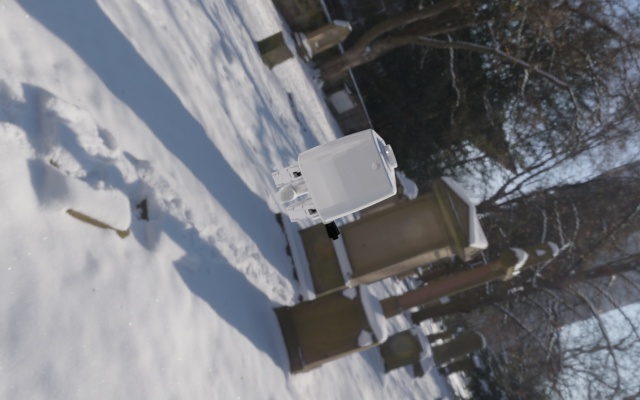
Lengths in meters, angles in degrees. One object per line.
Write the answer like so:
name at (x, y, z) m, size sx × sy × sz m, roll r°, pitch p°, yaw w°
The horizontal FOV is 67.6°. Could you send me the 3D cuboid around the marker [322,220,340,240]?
marker at (0.000, 0.002, 0.699) m, size 0.020 × 0.121 × 0.020 m, roll -22°, pitch 8°, yaw 3°
